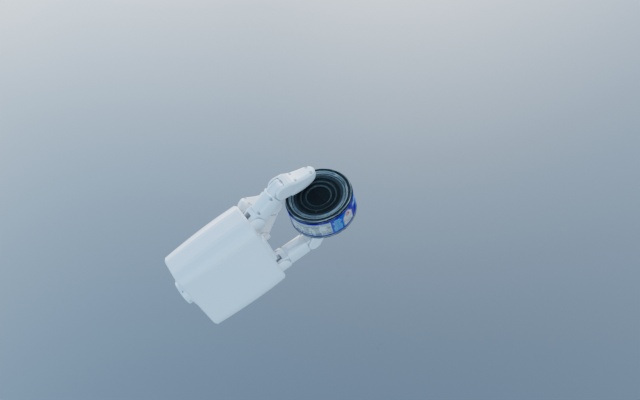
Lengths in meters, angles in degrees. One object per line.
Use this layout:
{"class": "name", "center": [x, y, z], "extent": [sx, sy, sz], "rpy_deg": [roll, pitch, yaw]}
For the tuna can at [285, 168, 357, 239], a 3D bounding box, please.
{"class": "tuna can", "center": [0.000, 0.002, 0.587], "extent": [0.086, 0.086, 0.034], "rpy_deg": [0, -37, 14]}
